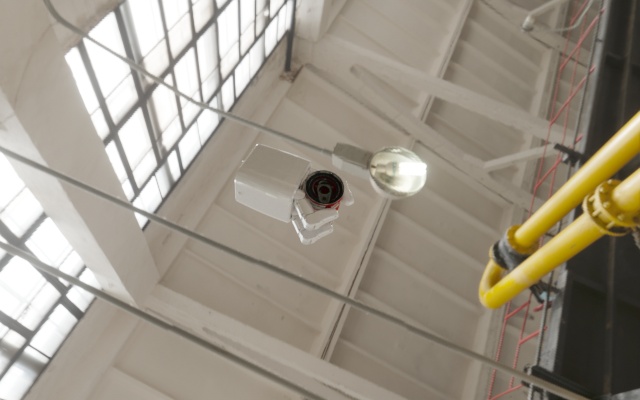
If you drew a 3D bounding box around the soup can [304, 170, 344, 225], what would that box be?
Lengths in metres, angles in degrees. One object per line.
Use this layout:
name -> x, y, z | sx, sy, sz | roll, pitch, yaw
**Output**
soup can -> 0.001, 0.003, 0.843 | 0.068, 0.068, 0.102 | 0, -30, -9
